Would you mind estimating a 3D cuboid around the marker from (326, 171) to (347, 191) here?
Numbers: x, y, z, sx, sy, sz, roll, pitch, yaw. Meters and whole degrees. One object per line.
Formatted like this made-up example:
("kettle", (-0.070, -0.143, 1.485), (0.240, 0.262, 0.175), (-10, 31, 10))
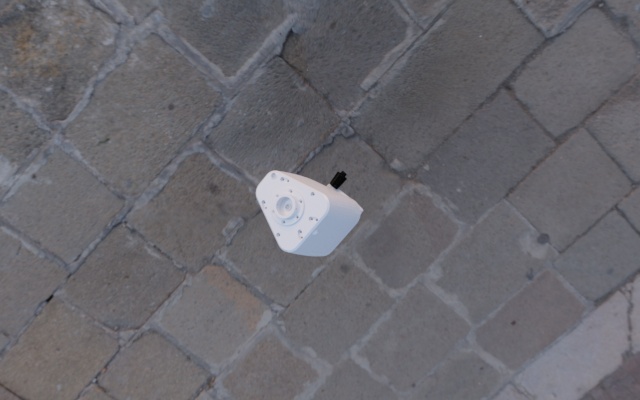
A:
("marker", (0.000, 0.002, 0.753), (0.020, 0.121, 0.020), (37, 12, -9))
